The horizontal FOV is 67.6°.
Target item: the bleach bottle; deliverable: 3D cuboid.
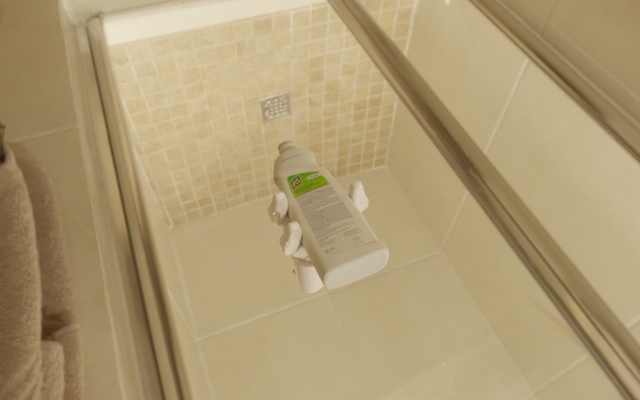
[{"bbox_3d":[0.000,0.002,0.712,0.102,0.250,0.068,-19,-34,-12],"label":"bleach bottle"}]
